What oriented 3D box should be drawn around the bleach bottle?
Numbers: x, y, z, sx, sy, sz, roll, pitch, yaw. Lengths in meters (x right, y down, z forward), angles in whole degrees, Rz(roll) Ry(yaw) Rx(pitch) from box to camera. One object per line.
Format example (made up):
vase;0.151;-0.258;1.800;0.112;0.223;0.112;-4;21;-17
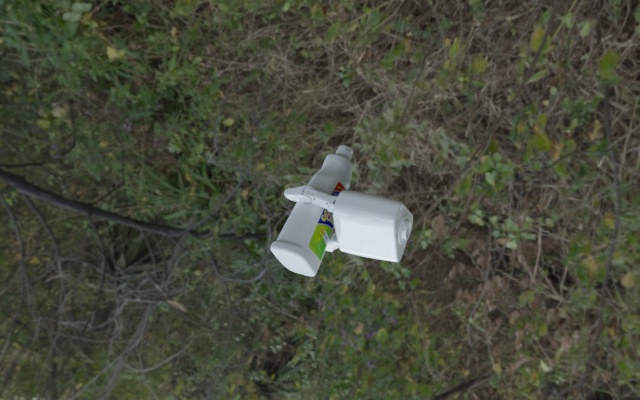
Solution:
bleach bottle;0.000;0.003;0.855;0.068;0.250;0.103;11;-28;26
